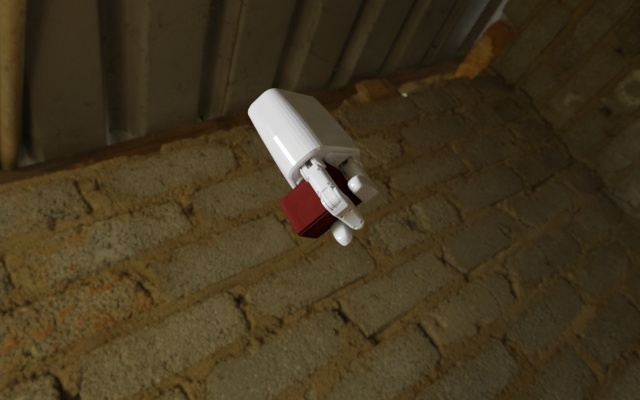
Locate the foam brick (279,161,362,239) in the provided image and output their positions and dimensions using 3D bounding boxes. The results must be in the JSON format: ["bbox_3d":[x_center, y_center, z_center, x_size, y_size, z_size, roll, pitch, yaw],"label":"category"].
[{"bbox_3d":[0.000,0.002,0.573,0.078,0.051,0.053,-40,-22,12],"label":"foam brick"}]
